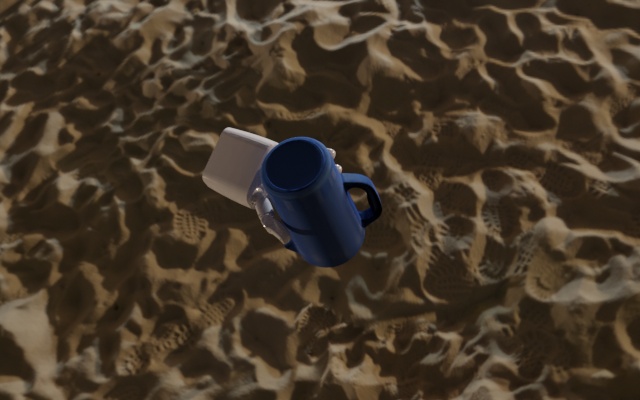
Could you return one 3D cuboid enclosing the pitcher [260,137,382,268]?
[{"bbox_3d":[0.000,0.003,0.781,0.145,0.149,0.243,24,-20,25],"label":"pitcher"}]
